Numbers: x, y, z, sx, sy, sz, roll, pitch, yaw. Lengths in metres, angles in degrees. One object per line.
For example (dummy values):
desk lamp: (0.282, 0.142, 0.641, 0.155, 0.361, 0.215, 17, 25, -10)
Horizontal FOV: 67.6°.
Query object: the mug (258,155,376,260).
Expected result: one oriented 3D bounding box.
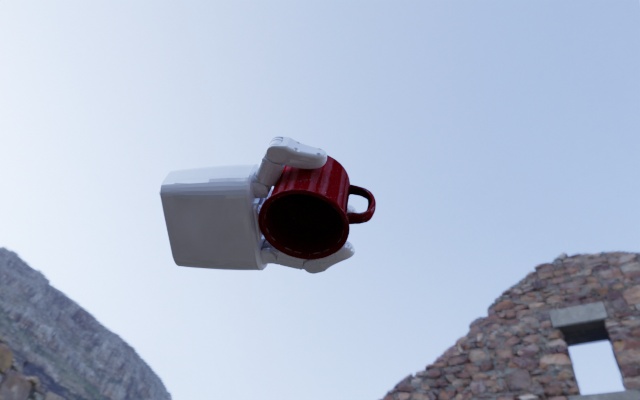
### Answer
mug: (0.002, 0.001, 0.506, 0.117, 0.093, 0.081, 0, 38, 10)
